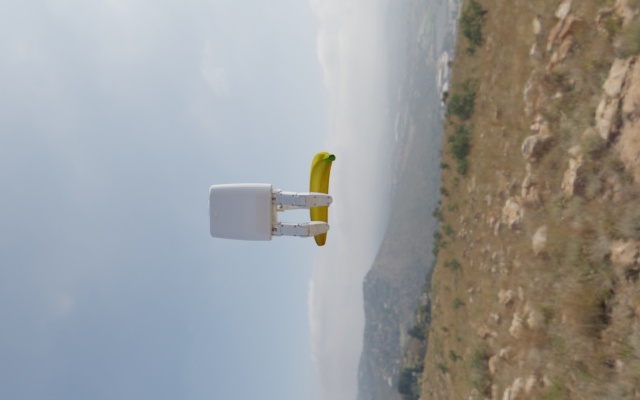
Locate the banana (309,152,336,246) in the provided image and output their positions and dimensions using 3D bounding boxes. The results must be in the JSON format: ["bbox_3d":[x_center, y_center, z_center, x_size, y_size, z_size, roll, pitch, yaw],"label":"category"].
[{"bbox_3d":[-0.001,-0.011,0.846,0.037,0.198,0.069,0,36,-6],"label":"banana"}]
